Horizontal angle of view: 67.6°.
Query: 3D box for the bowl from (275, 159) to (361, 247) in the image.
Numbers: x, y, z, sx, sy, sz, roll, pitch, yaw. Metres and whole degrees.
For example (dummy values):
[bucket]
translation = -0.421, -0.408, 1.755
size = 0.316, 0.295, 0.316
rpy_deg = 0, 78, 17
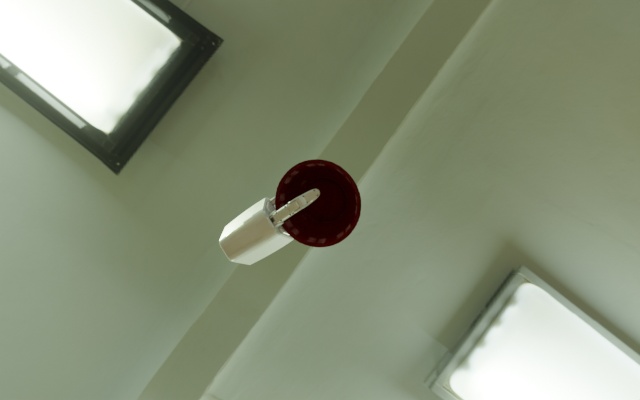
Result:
[bowl]
translation = 0.001, 0.002, 0.887
size = 0.162, 0.162, 0.055
rpy_deg = 0, 8, 15
